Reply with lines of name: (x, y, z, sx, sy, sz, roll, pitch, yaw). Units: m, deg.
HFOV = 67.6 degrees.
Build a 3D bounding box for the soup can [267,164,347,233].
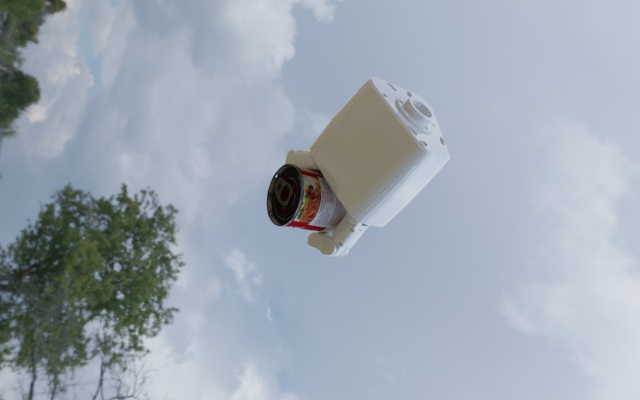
soup can: (0.000, 0.002, 0.538, 0.102, 0.068, 0.068, 11, -7, -37)
